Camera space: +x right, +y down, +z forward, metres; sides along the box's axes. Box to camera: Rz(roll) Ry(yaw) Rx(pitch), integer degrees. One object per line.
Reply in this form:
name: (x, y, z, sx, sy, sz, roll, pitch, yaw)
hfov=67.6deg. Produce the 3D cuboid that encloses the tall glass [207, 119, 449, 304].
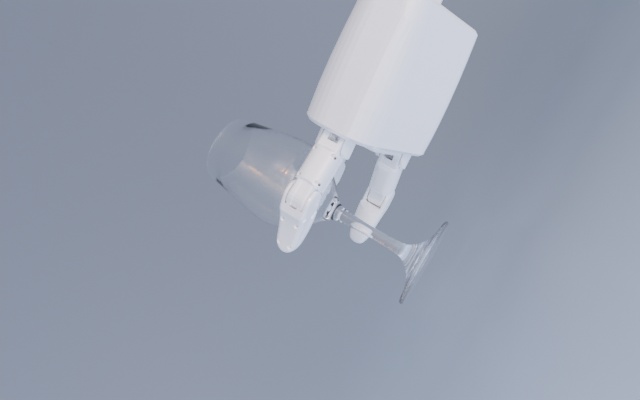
tall glass: (0.001, 0.002, 0.403, 0.201, 0.079, 0.079, 30, 10, 17)
